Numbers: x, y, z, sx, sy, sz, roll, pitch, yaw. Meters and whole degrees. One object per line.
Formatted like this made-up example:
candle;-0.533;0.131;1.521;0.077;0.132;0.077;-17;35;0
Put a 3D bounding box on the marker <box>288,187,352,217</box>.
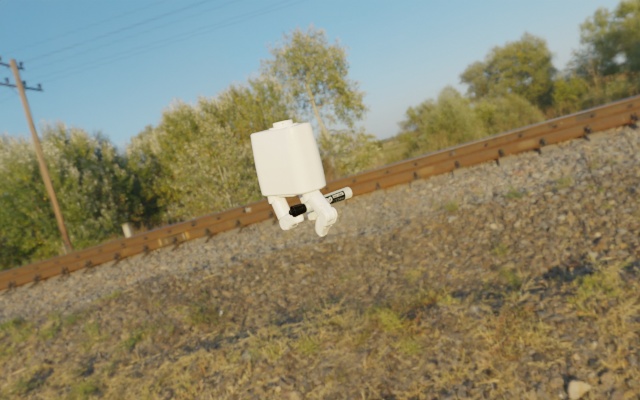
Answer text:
marker;0.000;0.003;0.779;0.121;0.020;0.020;-19;10;-32
